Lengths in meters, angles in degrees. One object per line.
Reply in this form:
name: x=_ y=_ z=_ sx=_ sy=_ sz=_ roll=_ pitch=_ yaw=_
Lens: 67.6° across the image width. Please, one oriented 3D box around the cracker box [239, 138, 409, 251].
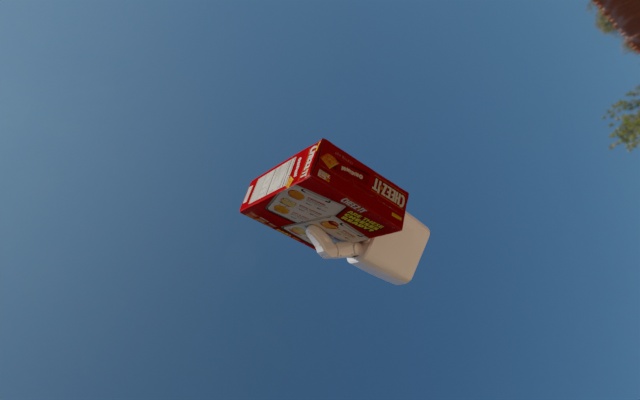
cracker box: x=0.000 y=0.003 z=0.726 sx=0.164 sy=0.072 sz=0.214 roll=29 pitch=-29 yaw=-25
